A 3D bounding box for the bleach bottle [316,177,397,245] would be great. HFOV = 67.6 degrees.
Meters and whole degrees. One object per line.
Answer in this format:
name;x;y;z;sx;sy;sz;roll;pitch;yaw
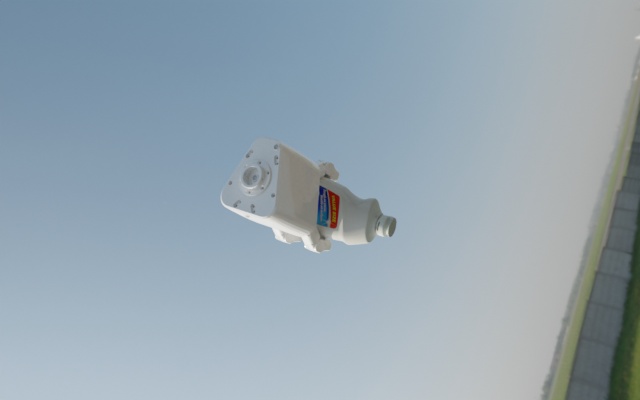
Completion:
bleach bottle;0.000;0.003;0.743;0.251;0.102;0.068;15;-8;29
